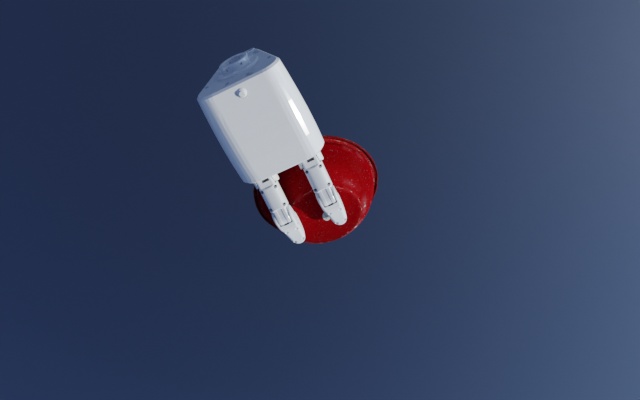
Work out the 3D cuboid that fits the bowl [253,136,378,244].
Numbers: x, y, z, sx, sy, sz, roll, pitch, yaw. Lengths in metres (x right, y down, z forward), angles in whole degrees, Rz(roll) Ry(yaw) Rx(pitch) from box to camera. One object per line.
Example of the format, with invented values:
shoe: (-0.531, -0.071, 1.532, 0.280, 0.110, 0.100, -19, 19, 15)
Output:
bowl: (0.001, 0.003, 0.594, 0.162, 0.162, 0.055, 0, 40, -14)
